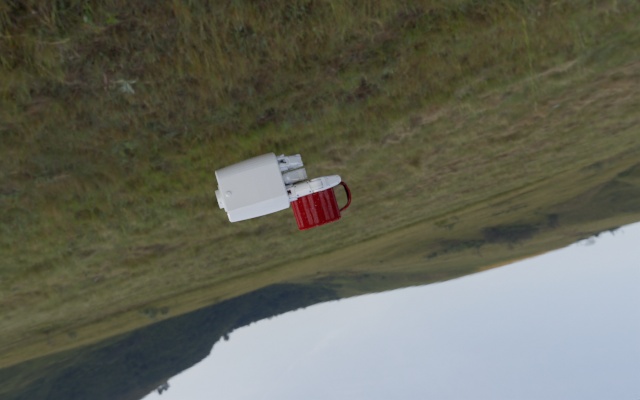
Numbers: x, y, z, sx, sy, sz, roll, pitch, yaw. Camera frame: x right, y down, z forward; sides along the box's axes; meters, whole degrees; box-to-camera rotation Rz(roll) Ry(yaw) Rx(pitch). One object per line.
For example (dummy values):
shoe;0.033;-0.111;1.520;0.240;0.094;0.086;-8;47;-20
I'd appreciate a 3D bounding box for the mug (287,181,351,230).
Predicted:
mug;0.002;0.003;0.880;0.117;0.081;0.093;-16;-2;-8
